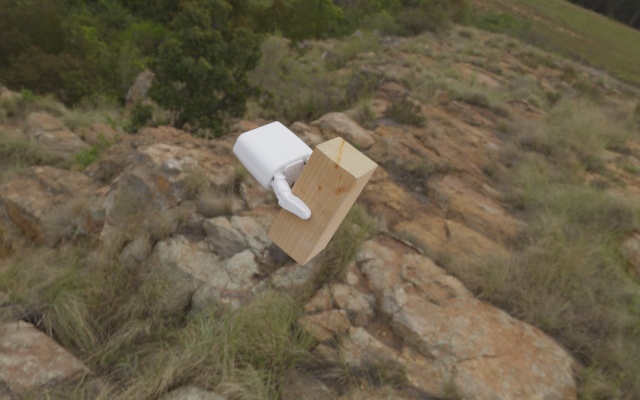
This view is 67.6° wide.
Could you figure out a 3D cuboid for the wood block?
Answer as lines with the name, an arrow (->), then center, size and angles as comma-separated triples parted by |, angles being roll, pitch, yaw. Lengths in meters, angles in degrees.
wood block -> 0.000, 0.003, 0.846 | 0.090, 0.206, 0.091 | 39, 32, 13
